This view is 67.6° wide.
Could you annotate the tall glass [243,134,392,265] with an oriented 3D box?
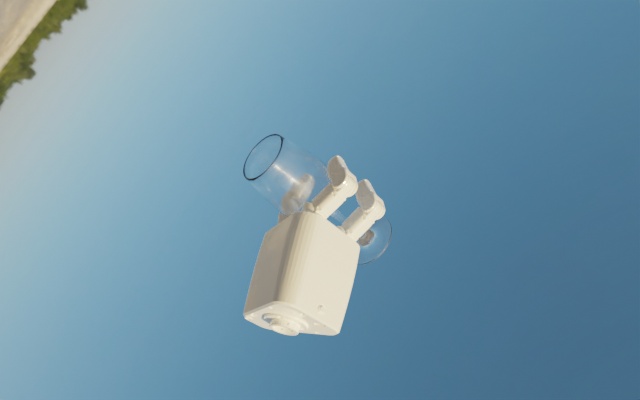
[{"bbox_3d":[0.001,0.002,0.582,0.079,0.079,0.201,0,-31,49],"label":"tall glass"}]
